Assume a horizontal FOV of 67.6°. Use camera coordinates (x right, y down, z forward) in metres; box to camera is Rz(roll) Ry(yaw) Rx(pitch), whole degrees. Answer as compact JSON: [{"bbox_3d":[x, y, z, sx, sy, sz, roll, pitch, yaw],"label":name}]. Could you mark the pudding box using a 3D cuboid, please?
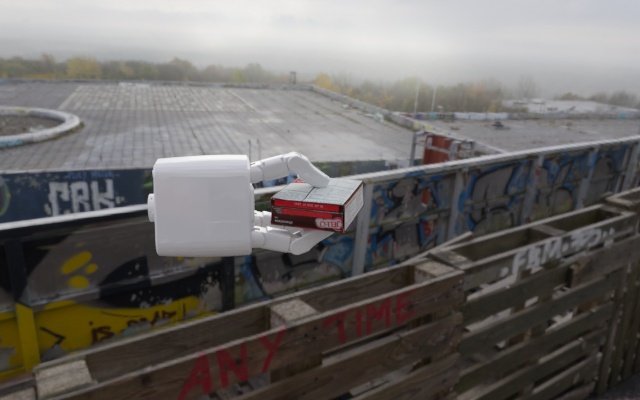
[{"bbox_3d":[0.000,0.002,0.586,0.090,0.039,0.113,7,20,16],"label":"pudding box"}]
